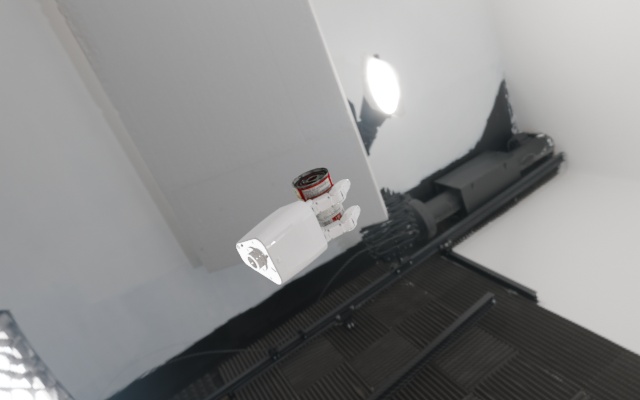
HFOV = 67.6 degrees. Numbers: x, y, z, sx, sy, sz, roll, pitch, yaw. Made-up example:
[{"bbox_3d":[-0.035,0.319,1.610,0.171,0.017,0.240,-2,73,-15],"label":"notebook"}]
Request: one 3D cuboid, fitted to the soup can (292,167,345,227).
[{"bbox_3d":[0.000,0.003,0.839,0.068,0.102,0.068,-20,23,9],"label":"soup can"}]
